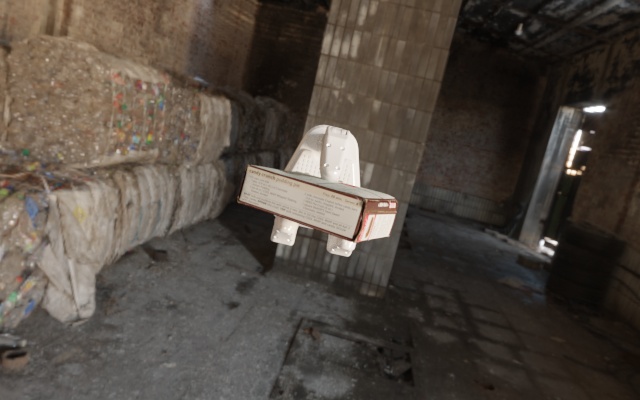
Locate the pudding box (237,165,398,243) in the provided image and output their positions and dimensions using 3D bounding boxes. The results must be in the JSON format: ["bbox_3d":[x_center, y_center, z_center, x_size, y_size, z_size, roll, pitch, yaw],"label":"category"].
[{"bbox_3d":[0.000,0.001,0.413,0.113,0.039,0.090,15,7,24],"label":"pudding box"}]
